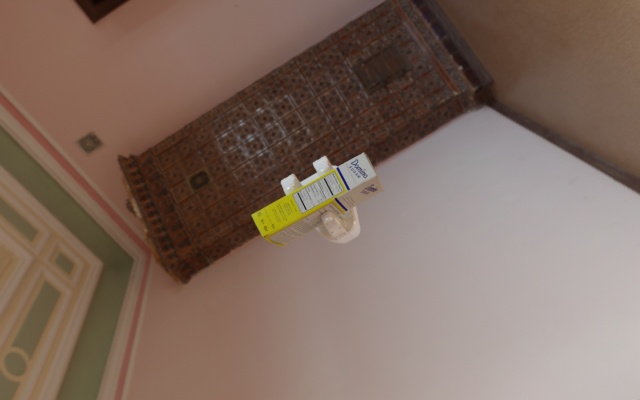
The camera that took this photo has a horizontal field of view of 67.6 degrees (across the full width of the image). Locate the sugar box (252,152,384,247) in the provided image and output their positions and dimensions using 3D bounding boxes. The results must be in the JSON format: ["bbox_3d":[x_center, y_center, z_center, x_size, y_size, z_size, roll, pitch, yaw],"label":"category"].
[{"bbox_3d":[0.000,0.002,0.675,0.176,0.048,0.093,-31,-16,5],"label":"sugar box"}]
